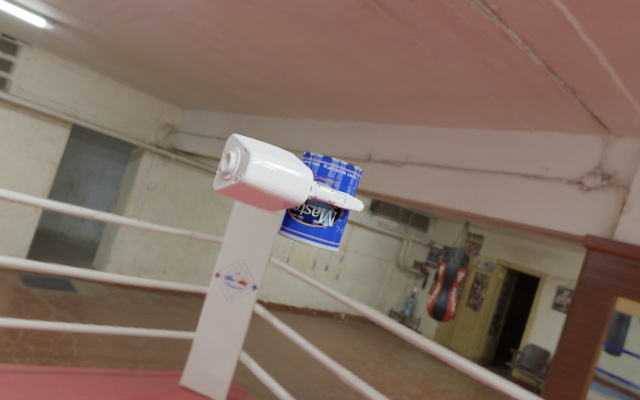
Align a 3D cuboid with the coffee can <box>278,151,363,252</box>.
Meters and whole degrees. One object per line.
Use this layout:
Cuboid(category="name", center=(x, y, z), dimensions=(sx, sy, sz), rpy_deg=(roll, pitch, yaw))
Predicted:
Cuboid(category="coffee can", center=(0.000, 0.003, 0.781), dimensions=(0.103, 0.140, 0.103), rpy_deg=(17, -2, 1))
